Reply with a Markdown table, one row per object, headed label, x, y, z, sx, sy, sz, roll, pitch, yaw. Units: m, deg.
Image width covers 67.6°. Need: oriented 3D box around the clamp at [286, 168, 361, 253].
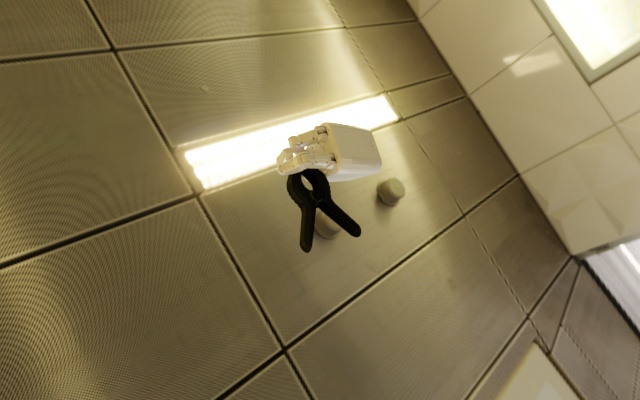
| label | x | y | z | sx | sy | sz | roll | pitch | yaw |
| --- | --- | --- | --- | --- | --- | --- | --- | --- | --- |
| clamp | 0.000 | 0.003 | 0.807 | 0.120 | 0.171 | 0.039 | -1 | -24 | -37 |
